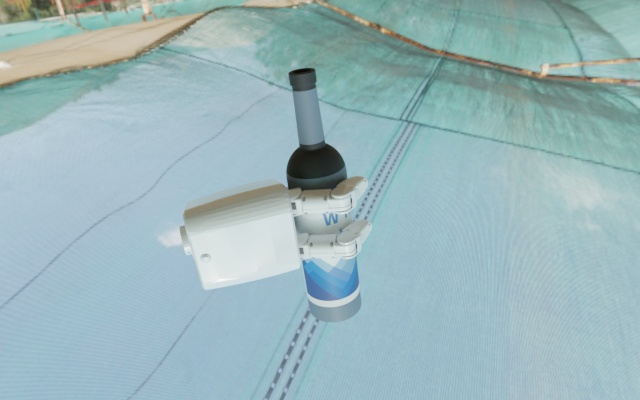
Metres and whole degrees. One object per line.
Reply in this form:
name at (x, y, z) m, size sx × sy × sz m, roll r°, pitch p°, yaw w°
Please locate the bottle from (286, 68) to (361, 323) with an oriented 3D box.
bottle at (0.000, 0.002, 0.540) m, size 0.069 × 0.296 × 0.069 m, roll -7°, pitch 26°, yaw 3°
